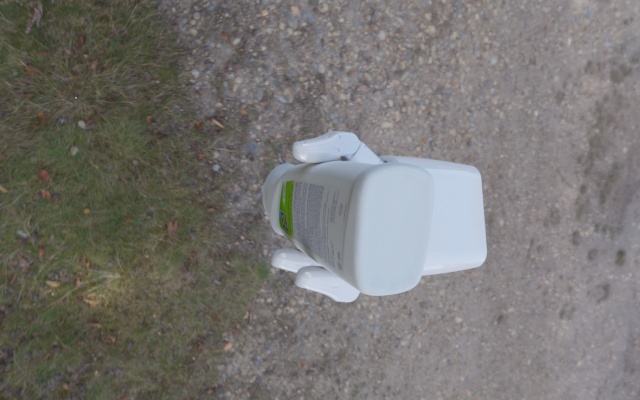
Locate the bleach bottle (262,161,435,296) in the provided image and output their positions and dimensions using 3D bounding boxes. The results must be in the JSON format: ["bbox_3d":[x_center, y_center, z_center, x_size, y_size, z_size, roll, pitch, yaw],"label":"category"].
[{"bbox_3d":[0.000,0.002,0.453,0.068,0.102,0.250,0,11,-27],"label":"bleach bottle"}]
